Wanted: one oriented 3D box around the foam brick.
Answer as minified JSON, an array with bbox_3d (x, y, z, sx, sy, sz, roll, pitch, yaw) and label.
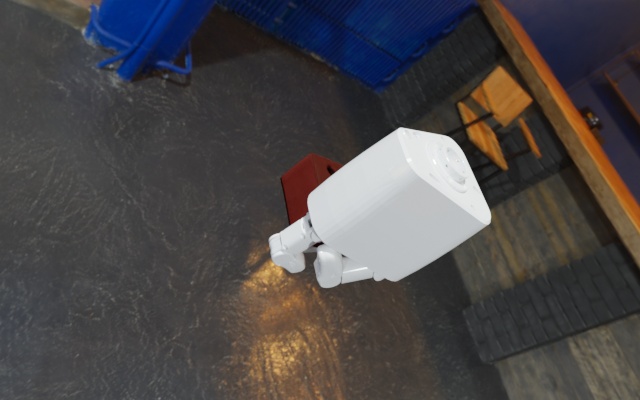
[{"bbox_3d":[0.000,0.001,0.477,0.053,0.078,0.051,17,-43,-39],"label":"foam brick"}]
